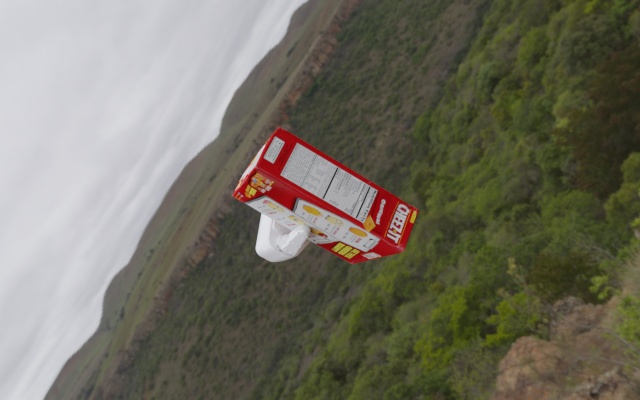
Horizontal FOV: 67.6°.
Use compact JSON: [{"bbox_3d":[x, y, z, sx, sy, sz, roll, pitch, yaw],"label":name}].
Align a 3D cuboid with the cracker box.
[{"bbox_3d":[0.000,0.002,0.652,0.214,0.072,0.164,29,-20,-12],"label":"cracker box"}]
